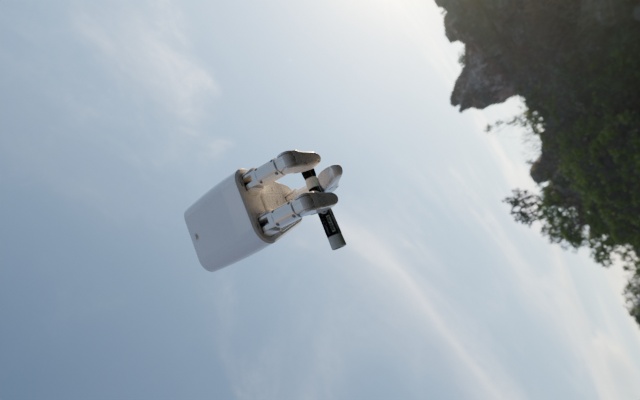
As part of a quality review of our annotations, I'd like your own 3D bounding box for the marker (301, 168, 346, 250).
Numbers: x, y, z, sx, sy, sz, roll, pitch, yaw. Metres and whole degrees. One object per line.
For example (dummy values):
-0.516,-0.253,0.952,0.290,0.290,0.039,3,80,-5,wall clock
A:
0.000,0.002,0.581,0.020,0.121,0.020,-21,-14,-5,marker
